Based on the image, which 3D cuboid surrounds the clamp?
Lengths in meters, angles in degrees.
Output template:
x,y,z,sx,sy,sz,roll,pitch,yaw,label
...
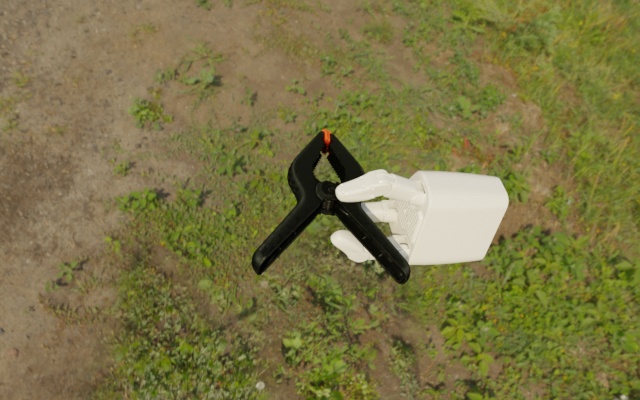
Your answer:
x,y,z,sx,sy,sz,roll,pitch,yaw,label
0.000,0.001,0.537,0.164,0.209,0.036,1,-38,-15,clamp
